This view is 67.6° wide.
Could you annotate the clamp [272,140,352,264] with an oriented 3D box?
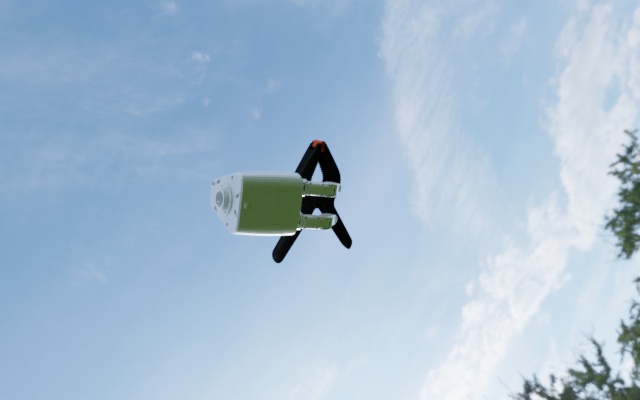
[{"bbox_3d":[0.000,0.002,0.824,0.164,0.210,0.036,1,11,-38],"label":"clamp"}]
